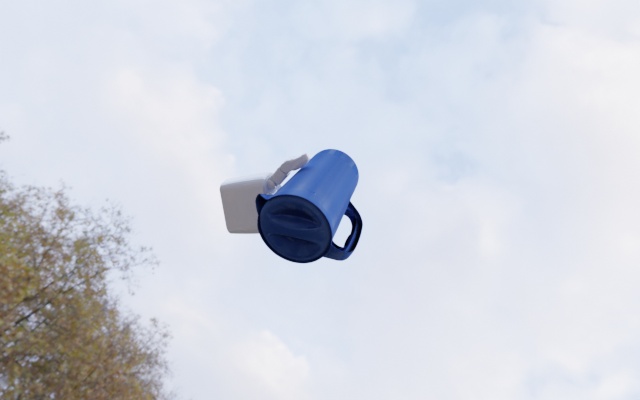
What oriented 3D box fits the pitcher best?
[{"bbox_3d":[0.000,0.003,0.880,0.145,0.149,0.242,-7,25,24],"label":"pitcher"}]
